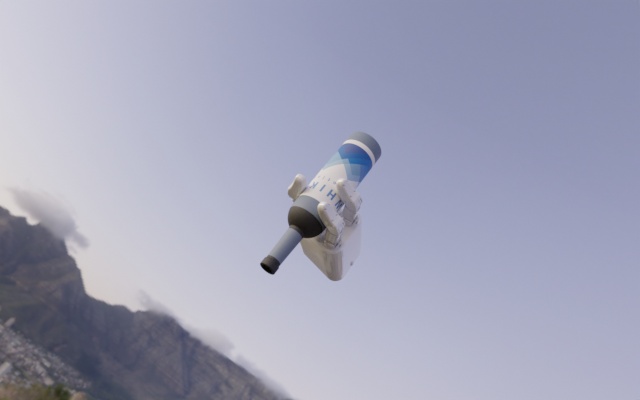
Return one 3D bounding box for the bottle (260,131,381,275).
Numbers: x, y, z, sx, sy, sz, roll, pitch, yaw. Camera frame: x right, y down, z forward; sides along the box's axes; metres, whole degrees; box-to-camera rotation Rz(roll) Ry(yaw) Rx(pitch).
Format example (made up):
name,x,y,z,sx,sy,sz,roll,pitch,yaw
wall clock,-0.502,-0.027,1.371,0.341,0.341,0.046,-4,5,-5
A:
name,x,y,z,sx,sy,sz,roll,pitch,yaw
bottle,0.000,0.002,0.788,0.069,0.069,0.295,0,43,49
